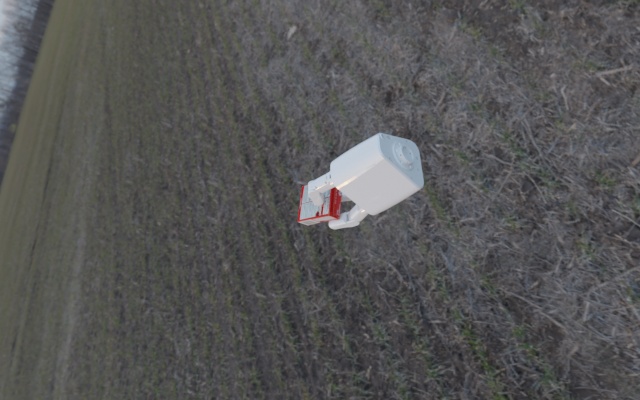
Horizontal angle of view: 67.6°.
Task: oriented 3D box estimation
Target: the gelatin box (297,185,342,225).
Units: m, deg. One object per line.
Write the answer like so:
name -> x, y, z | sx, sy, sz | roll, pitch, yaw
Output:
gelatin box -> 0.000, 0.003, 0.878 | 0.030, 0.073, 0.089 | 23, -25, -39
